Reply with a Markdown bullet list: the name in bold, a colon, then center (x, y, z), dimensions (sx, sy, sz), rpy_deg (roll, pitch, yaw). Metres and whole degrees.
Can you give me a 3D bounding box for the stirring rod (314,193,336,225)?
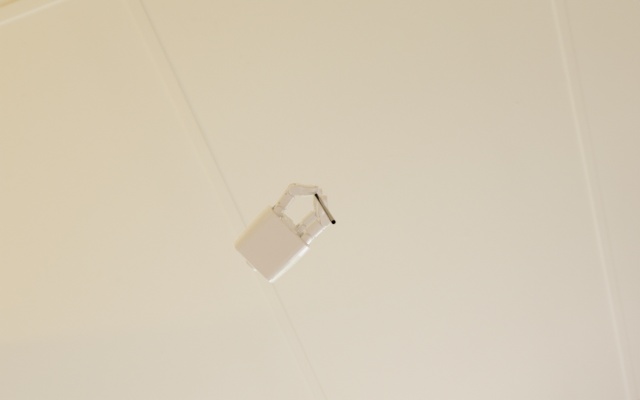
- **stirring rod**: center (0.000, 0.003, 0.881), dimensions (0.011, 0.011, 0.239), rpy_deg (0, 15, -10)
